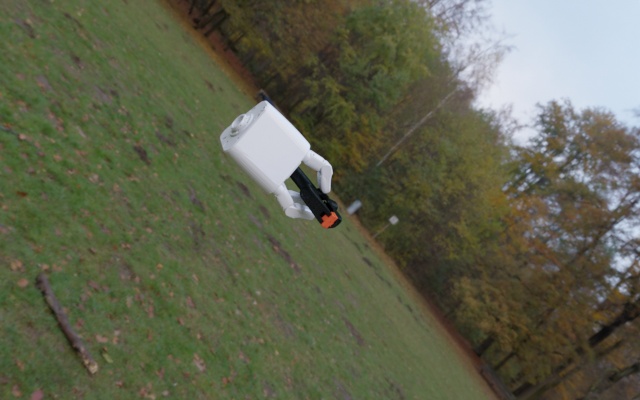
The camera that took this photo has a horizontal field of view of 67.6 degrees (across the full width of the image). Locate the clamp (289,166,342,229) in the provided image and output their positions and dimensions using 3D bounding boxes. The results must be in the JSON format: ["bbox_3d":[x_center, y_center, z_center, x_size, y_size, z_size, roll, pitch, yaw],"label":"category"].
[{"bbox_3d":[0.001,0.002,0.882,0.165,0.036,0.210,42,8,-30],"label":"clamp"}]
